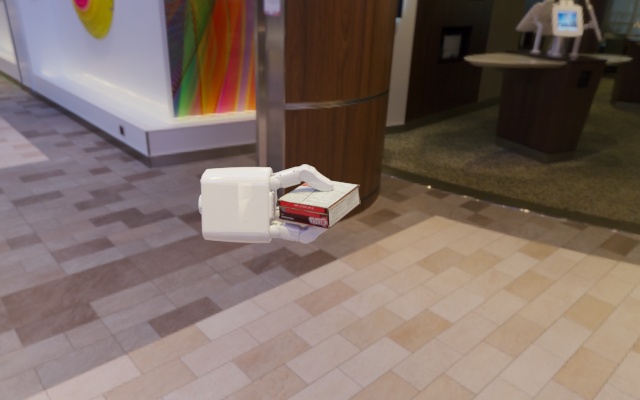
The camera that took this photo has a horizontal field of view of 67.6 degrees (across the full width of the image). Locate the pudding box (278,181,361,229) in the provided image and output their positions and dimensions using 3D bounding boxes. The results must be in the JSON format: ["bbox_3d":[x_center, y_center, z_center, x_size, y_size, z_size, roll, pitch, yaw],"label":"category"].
[{"bbox_3d":[0.000,0.002,0.754,0.090,0.039,0.113,11,27,28],"label":"pudding box"}]
